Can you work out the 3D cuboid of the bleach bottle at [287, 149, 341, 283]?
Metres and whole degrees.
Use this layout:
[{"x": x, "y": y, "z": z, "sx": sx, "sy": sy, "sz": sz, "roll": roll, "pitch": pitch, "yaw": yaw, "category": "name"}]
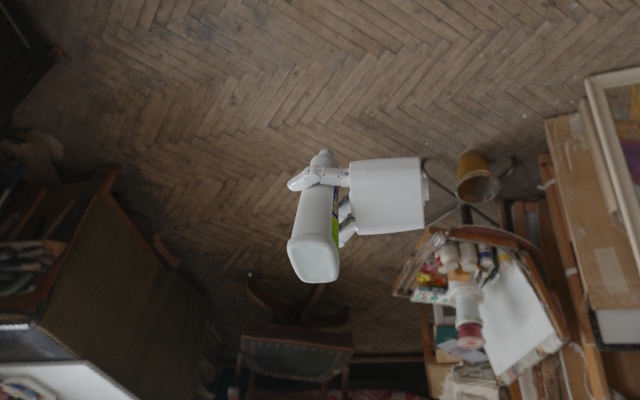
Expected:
[{"x": 0.000, "y": 0.003, "z": 0.764, "sx": 0.068, "sy": 0.250, "sz": 0.103, "roll": -4, "pitch": -45, "yaw": 10, "category": "bleach bottle"}]
